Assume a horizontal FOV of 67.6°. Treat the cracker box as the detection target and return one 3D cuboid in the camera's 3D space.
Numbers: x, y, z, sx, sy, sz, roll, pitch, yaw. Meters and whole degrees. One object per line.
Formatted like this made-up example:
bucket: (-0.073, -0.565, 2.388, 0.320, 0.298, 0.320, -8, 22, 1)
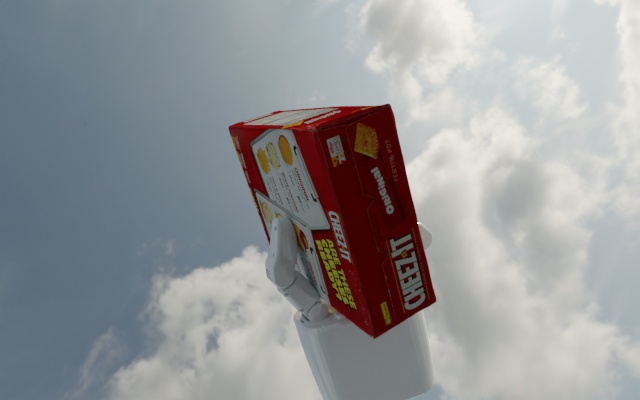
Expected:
cracker box: (0.000, 0.001, 0.432, 0.072, 0.164, 0.213, -24, 18, -21)
